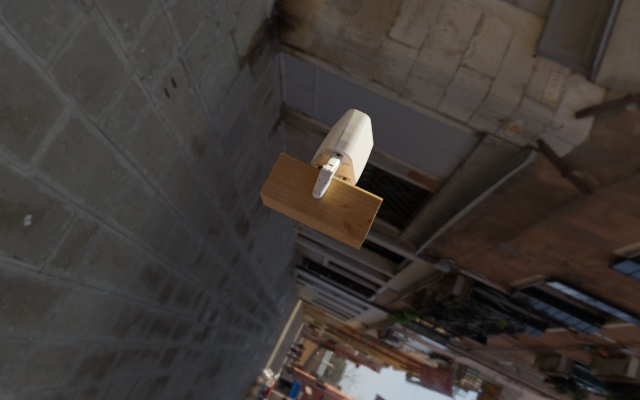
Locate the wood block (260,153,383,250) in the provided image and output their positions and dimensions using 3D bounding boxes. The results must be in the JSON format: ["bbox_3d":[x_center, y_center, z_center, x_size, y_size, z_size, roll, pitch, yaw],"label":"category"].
[{"bbox_3d":[0.000,0.003,0.898,0.206,0.090,0.091,25,-15,6],"label":"wood block"}]
